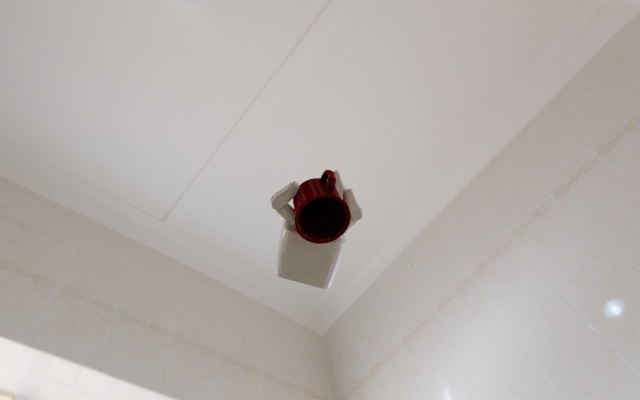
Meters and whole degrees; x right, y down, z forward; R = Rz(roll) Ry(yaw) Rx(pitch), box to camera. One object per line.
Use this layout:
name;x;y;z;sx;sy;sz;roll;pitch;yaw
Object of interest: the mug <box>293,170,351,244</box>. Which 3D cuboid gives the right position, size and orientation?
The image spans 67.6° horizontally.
mug;0.000;0.001;0.804;0.093;0.117;0.081;8;26;-15
